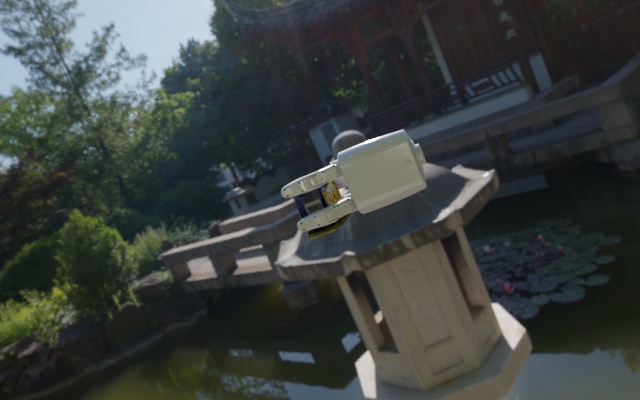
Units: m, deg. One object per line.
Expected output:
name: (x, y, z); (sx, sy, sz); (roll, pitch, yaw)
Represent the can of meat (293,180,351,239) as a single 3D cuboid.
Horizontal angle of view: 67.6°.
can of meat: (0.000, 0.002, 0.751); (0.057, 0.084, 0.102); (-20, 8, 20)
